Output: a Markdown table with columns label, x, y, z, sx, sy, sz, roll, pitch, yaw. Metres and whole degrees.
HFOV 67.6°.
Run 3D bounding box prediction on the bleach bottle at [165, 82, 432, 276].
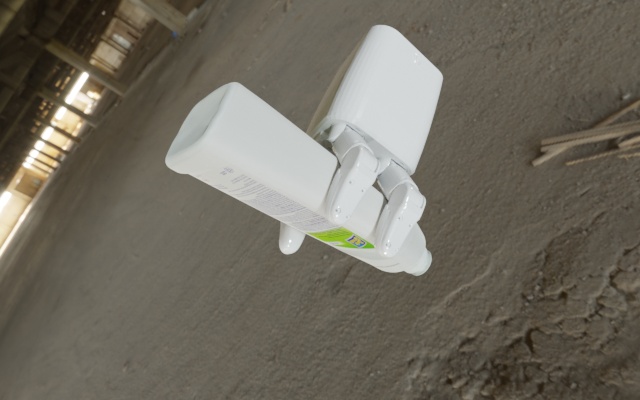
| label | x | y | z | sx | sy | sz | roll | pitch | yaw |
| --- | --- | --- | --- | --- | --- | --- | --- | --- | --- |
| bleach bottle | 0.000 | 0.001 | 0.417 | 0.251 | 0.068 | 0.102 | 33 | -21 | -28 |
